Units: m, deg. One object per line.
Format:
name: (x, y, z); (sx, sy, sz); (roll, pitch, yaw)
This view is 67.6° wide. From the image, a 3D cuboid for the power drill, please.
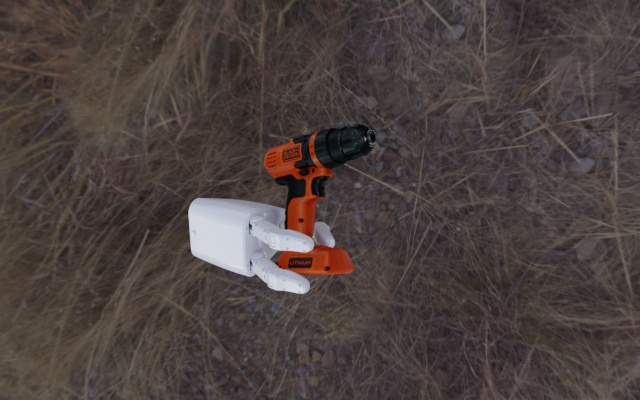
power drill: (0.000, 0.003, 0.627); (0.057, 0.187, 0.184); (6, -11, -44)
